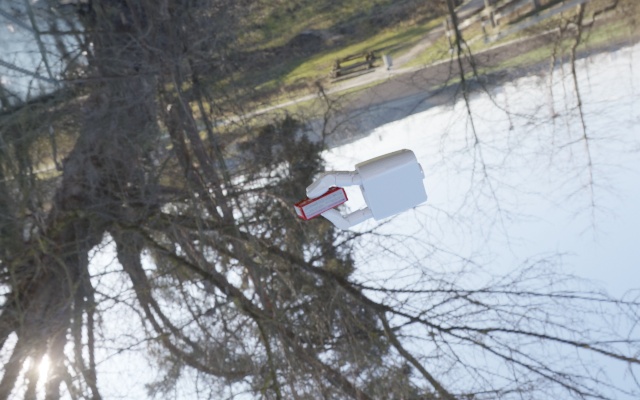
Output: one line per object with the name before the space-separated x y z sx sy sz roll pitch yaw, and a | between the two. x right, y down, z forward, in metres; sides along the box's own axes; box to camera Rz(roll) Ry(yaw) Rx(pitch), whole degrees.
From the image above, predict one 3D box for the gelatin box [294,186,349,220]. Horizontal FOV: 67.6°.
gelatin box | 0.000 0.003 0.888 0.089 0.030 0.073 -26 9 -10
